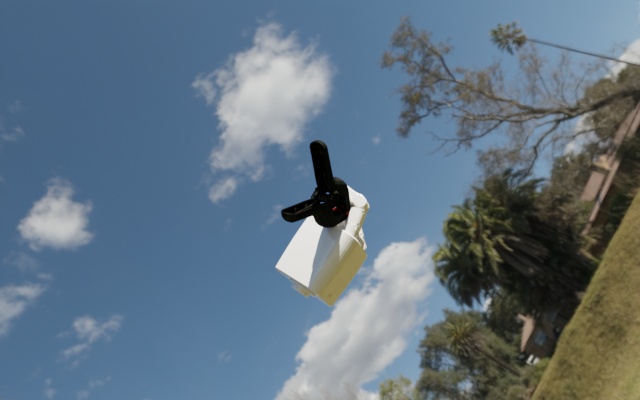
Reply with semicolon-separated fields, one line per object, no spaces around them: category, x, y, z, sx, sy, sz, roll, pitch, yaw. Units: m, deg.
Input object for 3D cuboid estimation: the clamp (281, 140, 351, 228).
clamp;0.000;0.002;0.707;0.039;0.120;0.171;24;-16;33
